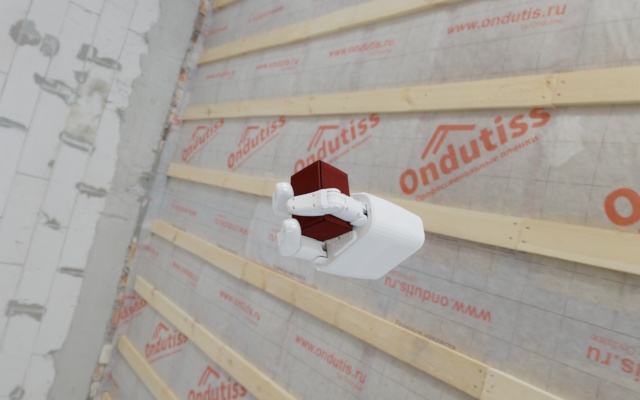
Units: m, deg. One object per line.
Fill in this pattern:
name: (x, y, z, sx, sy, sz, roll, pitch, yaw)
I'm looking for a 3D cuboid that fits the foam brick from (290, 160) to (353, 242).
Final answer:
foam brick: (0.000, 0.002, 0.571, 0.051, 0.078, 0.053, 20, -33, -41)
